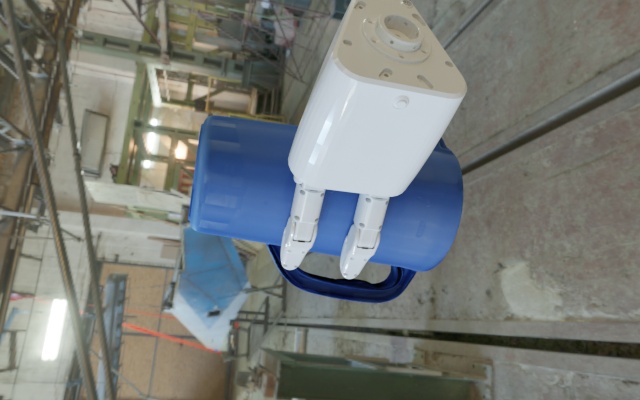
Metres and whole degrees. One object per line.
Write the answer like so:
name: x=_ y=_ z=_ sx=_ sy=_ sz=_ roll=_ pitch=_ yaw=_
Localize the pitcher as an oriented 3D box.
pitcher: x=0.000 y=0.001 z=0.465 sx=0.243 sy=0.149 sz=0.145 roll=8 pitch=-36 yaw=-14
